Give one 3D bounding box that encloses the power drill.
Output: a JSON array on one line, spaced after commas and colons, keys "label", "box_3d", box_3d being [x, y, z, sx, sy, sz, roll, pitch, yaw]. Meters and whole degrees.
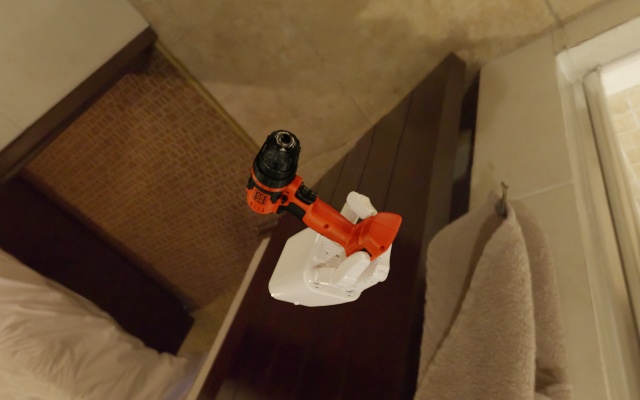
[{"label": "power drill", "box_3d": [0.000, 0.002, 0.580, 0.187, 0.057, 0.184, 32, -23, -2]}]
